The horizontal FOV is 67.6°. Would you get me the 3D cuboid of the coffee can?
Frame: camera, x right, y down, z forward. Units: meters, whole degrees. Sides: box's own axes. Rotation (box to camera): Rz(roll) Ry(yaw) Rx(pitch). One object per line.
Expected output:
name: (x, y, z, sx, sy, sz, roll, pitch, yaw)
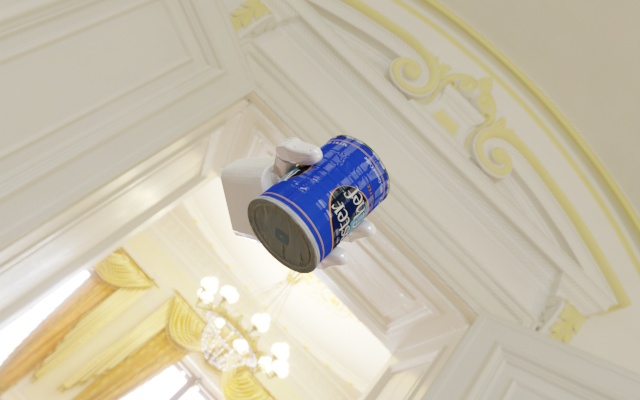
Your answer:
coffee can: (0.000, 0.002, 0.559, 0.103, 0.103, 0.140, 0, 34, 50)
